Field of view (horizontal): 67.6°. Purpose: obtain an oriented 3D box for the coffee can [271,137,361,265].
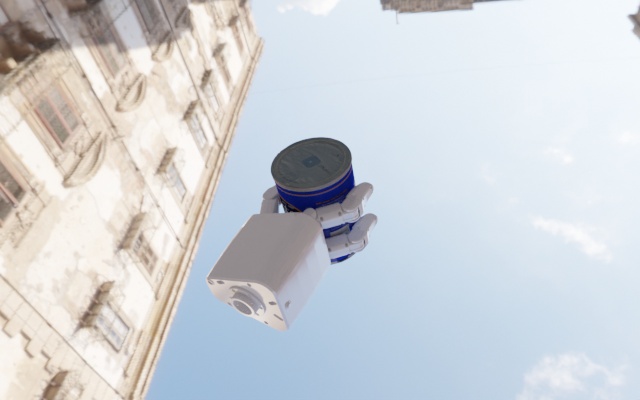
[{"bbox_3d":[0.000,0.002,0.636,0.103,0.140,0.102,-8,41,7],"label":"coffee can"}]
